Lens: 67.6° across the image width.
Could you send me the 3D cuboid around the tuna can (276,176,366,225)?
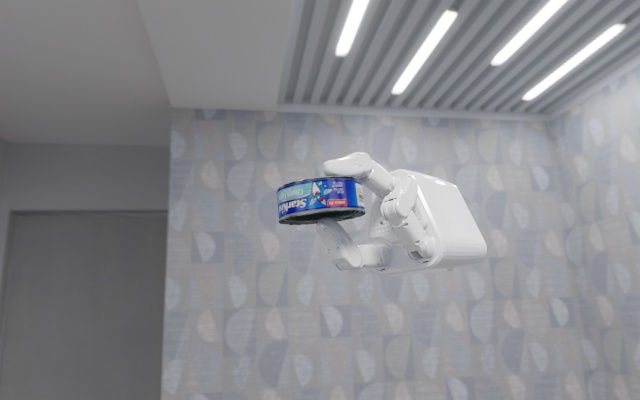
[{"bbox_3d":[0.000,0.001,0.469,0.086,0.033,0.086,-6,-9,-1],"label":"tuna can"}]
